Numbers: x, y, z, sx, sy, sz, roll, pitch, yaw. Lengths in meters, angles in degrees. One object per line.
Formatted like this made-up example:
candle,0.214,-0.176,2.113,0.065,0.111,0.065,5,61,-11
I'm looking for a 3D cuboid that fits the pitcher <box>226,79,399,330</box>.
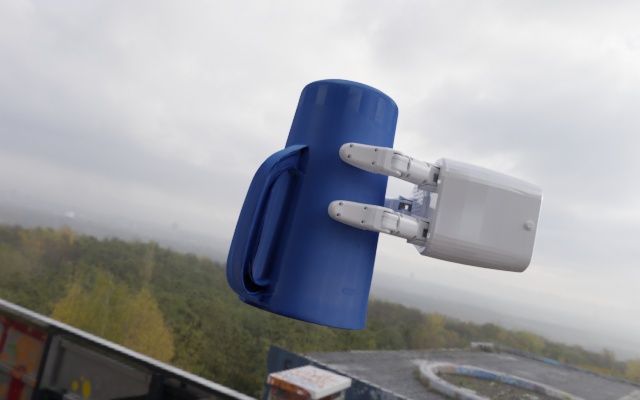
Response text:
pitcher,0.000,0.002,0.494,0.145,0.243,0.149,13,-6,-3
